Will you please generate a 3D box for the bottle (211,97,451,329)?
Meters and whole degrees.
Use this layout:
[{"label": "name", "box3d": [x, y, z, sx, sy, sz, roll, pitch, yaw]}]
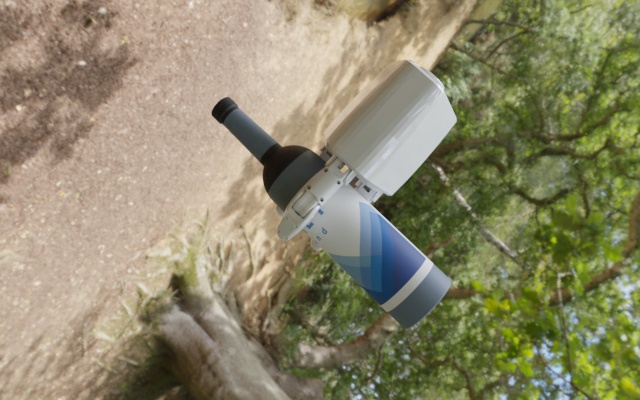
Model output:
[{"label": "bottle", "box3d": [0.000, 0.002, 0.487, 0.295, 0.069, 0.069, 44, 6, 6]}]
